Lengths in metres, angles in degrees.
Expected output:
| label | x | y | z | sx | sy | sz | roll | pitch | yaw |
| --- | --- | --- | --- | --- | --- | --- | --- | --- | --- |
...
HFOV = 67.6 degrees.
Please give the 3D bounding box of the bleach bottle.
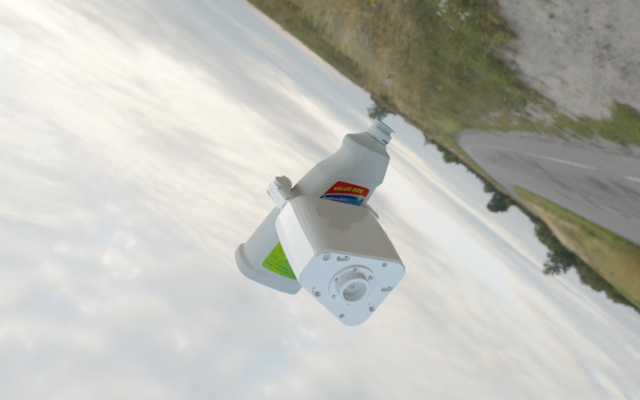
| label | x | y | z | sx | sy | sz | roll | pitch | yaw |
| --- | --- | --- | --- | --- | --- | --- | --- | --- | --- |
| bleach bottle | 0.000 | 0.002 | 0.607 | 0.102 | 0.251 | 0.068 | 28 | 17 | -30 |
